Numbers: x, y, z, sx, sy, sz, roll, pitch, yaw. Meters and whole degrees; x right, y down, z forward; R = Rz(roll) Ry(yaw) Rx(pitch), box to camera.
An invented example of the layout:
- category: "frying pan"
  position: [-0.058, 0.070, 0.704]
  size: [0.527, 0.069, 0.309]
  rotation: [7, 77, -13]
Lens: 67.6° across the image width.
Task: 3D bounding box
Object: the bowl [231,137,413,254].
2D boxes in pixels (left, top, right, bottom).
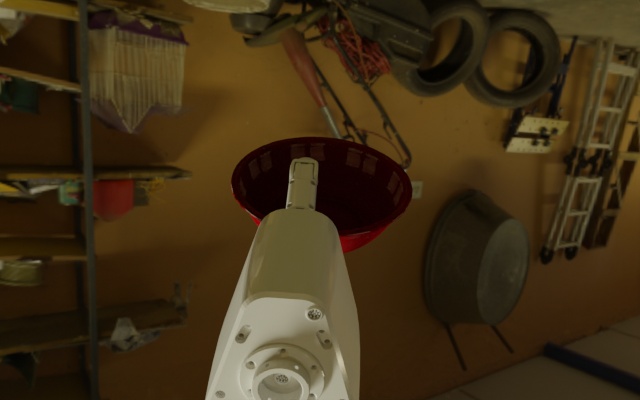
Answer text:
- category: "bowl"
  position: [0.000, 0.001, 0.444]
  size: [0.162, 0.055, 0.162]
  rotation: [3, 36, -2]
